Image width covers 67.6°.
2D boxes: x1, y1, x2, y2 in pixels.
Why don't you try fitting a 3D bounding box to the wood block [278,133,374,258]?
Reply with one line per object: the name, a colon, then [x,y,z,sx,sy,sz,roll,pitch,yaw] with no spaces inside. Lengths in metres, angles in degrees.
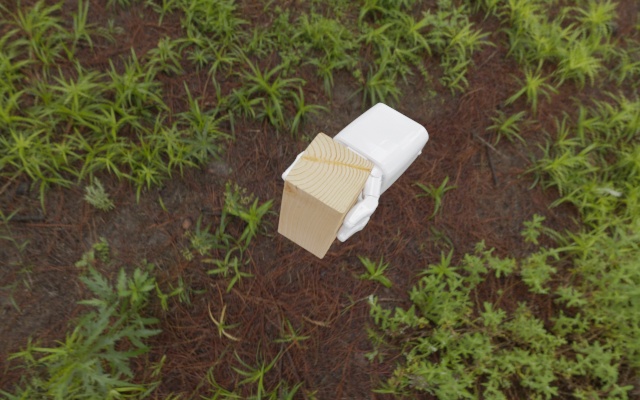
wood block: [0.000,0.002,0.721,0.091,0.090,0.206,32,-24,6]
